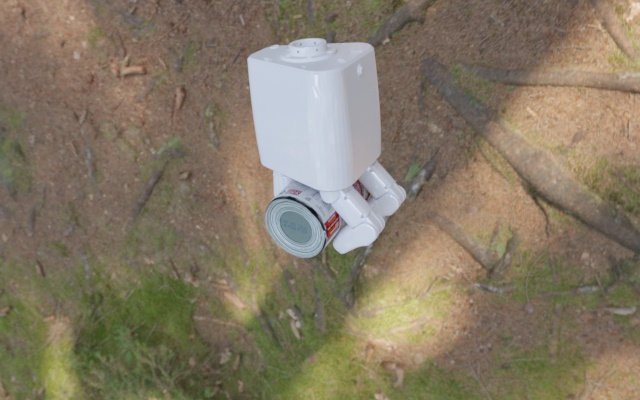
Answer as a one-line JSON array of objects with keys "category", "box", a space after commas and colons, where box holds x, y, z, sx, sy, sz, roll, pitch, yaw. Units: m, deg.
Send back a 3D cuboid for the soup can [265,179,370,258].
[{"category": "soup can", "box": [0.000, 0.002, 0.476, 0.068, 0.068, 0.102, 0, 29, 34]}]
